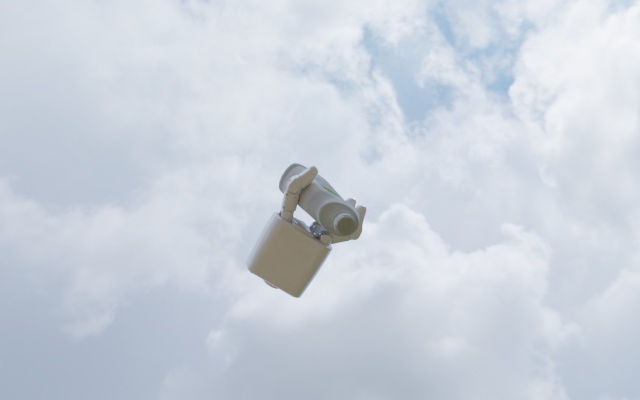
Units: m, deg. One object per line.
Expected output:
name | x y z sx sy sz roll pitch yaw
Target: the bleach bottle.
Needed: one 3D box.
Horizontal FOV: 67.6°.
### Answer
bleach bottle | 0.000 0.003 0.810 0.102 0.068 0.250 29 6 -20
